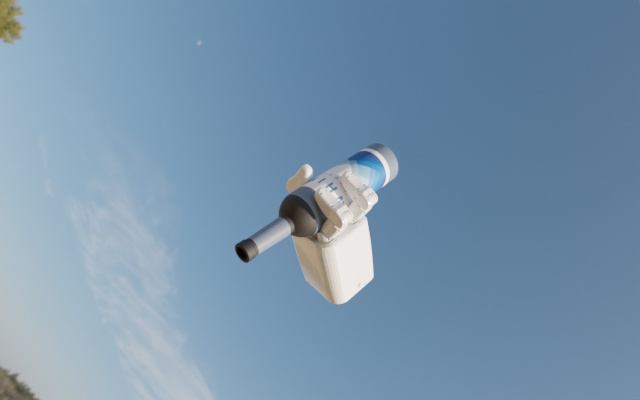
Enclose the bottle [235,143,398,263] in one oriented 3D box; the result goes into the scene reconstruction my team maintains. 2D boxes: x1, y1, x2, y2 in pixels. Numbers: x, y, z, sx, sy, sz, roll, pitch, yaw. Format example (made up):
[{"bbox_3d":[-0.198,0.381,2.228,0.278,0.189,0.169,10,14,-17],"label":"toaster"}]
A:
[{"bbox_3d":[0.000,0.002,0.681,0.069,0.069,0.295,0,26,48],"label":"bottle"}]
